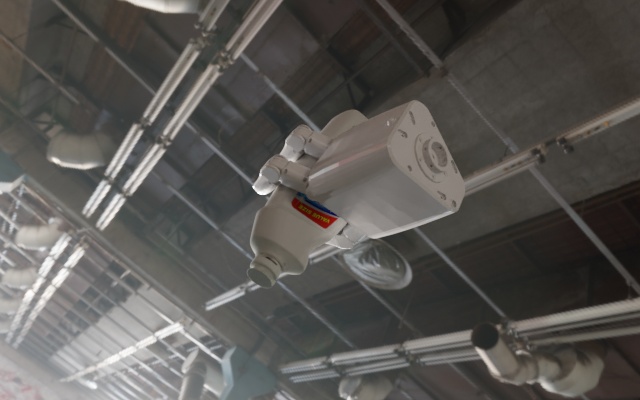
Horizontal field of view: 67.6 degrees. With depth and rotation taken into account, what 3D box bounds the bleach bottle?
[{"bbox_3d":[0.000,0.002,0.547,0.068,0.102,0.250,-23,25,46],"label":"bleach bottle"}]
